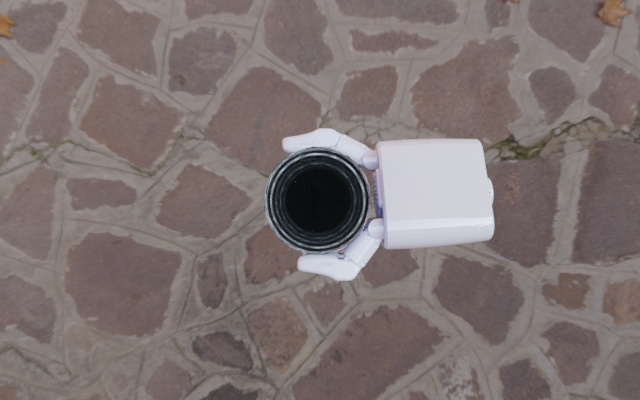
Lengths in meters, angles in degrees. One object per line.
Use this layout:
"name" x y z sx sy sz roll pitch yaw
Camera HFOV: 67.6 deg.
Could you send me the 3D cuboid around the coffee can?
"coffee can" 0.000 0.002 0.519 0.103 0.103 0.140 0 -1 2
